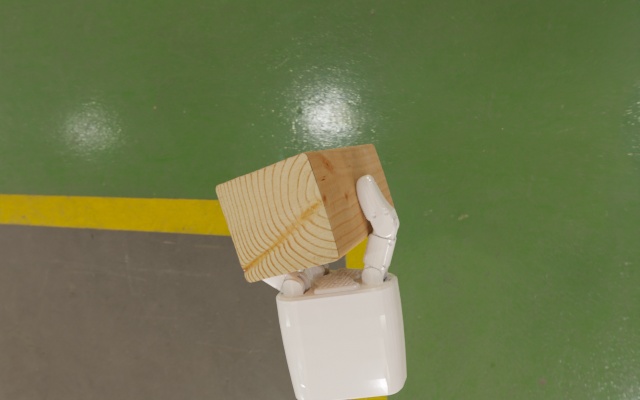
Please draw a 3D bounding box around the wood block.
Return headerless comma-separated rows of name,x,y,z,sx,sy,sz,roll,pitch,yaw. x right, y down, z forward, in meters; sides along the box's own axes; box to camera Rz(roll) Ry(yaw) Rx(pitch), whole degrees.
wood block,0.000,0.002,0.480,0.091,0.090,0.206,-17,2,22
